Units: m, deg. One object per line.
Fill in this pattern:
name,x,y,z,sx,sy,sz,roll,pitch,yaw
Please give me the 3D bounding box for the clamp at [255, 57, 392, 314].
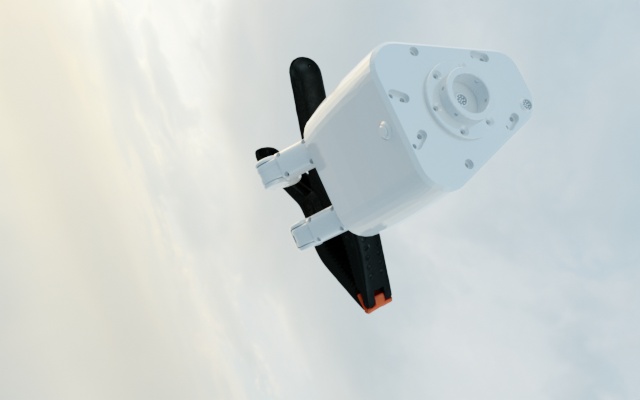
clamp,0.001,0.002,0.433,0.036,0.210,0.164,-21,-7,-25
